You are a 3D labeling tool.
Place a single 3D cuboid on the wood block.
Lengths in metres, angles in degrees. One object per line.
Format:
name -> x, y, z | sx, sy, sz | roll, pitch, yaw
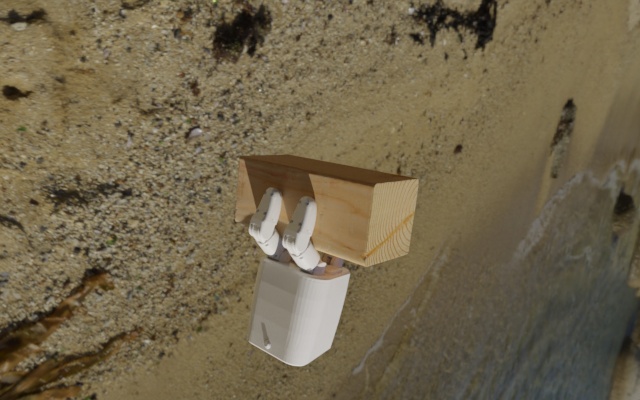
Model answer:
wood block -> 0.000, 0.002, 0.573 | 0.206, 0.090, 0.091 | 15, 14, 39
